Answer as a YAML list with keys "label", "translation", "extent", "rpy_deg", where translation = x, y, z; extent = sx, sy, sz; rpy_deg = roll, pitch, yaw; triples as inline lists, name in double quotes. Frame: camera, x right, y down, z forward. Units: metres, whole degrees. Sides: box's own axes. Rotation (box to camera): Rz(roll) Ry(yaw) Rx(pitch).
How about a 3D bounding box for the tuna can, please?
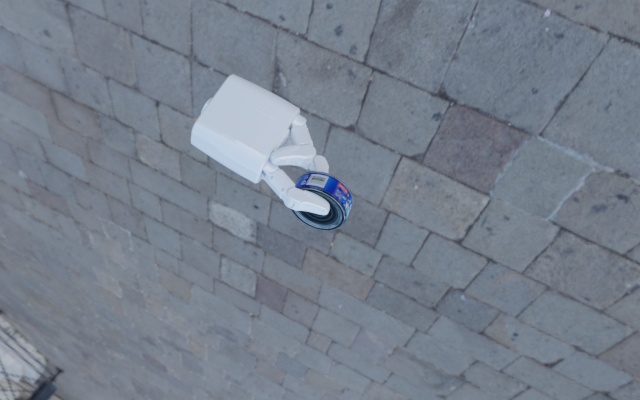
- label: "tuna can"
  translation: [0.000, 0.003, 0.661]
  extent: [0.086, 0.086, 0.033]
  rpy_deg: [0, 44, 29]
